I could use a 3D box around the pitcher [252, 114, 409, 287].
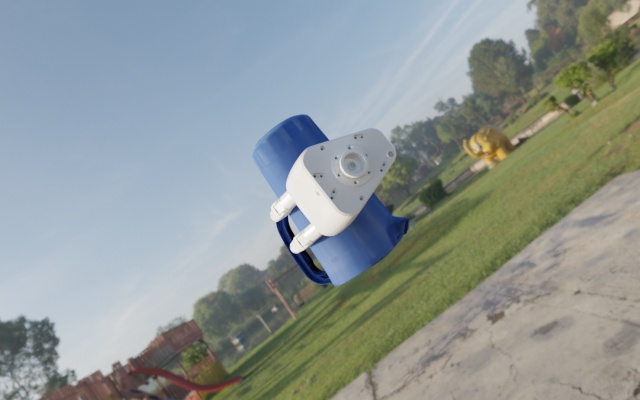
[{"bbox_3d":[0.000,0.002,0.715,0.149,0.243,0.145,-35,-5,-16],"label":"pitcher"}]
